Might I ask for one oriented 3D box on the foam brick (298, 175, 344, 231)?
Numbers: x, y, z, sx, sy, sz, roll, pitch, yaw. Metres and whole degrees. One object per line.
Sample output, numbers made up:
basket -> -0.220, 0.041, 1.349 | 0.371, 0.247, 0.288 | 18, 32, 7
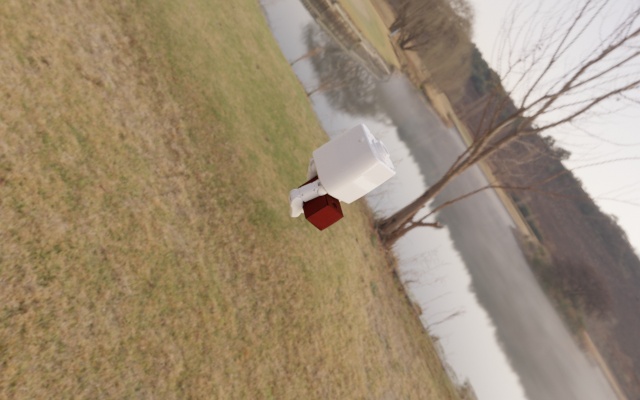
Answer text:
foam brick -> 0.000, 0.003, 0.855 | 0.051, 0.078, 0.053 | -30, -41, 19
